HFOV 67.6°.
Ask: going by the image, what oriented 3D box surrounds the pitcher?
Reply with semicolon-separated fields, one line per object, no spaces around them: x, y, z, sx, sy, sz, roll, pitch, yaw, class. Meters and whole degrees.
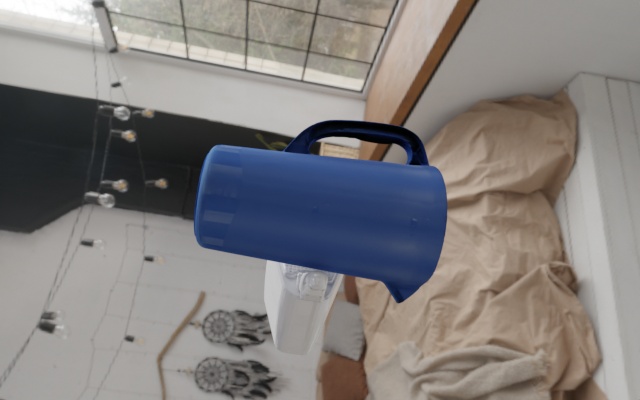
0.000;0.002;0.505;0.243;0.145;0.149;9;37;-6;pitcher
